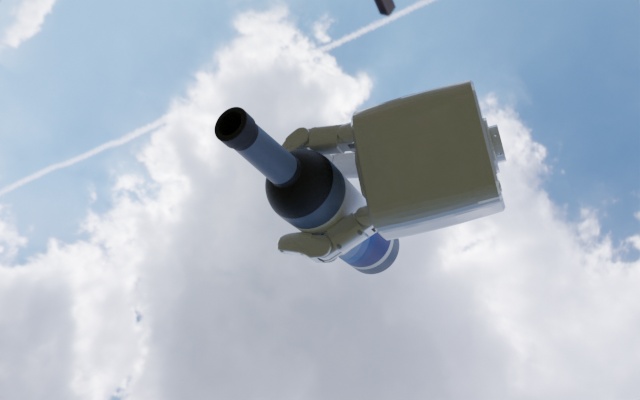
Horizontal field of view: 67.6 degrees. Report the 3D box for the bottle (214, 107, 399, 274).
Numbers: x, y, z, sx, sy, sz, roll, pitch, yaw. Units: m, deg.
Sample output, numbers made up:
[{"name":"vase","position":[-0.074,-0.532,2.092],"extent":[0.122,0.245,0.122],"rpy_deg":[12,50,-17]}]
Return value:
[{"name":"bottle","position":[0.000,0.002,0.451],"extent":[0.069,0.069,0.296],"rpy_deg":[0,-22,27]}]
